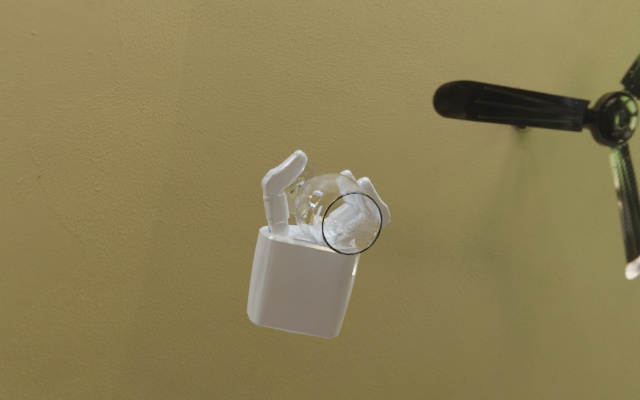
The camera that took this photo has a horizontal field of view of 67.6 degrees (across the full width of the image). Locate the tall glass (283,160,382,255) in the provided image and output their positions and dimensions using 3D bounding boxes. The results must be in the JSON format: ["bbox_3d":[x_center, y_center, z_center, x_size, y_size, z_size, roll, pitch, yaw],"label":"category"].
[{"bbox_3d":[0.000,0.001,0.540,0.079,0.079,0.201,0,12,-18],"label":"tall glass"}]
